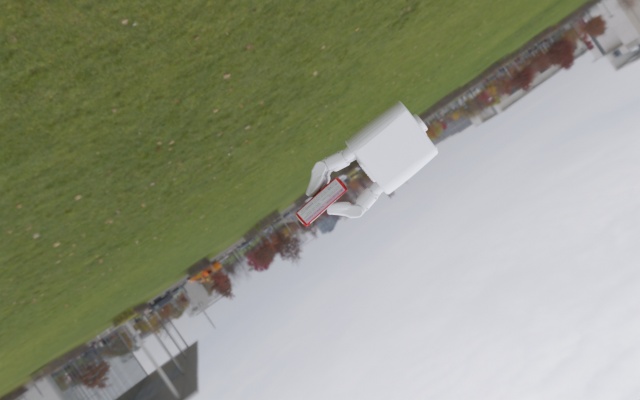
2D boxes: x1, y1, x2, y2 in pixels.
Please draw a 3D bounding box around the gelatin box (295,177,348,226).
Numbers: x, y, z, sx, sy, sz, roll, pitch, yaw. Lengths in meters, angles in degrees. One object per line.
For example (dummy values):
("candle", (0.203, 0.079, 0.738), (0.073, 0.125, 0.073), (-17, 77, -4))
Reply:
("gelatin box", (0.000, 0.003, 0.773), (0.089, 0.030, 0.073), (-42, -1, -4))
